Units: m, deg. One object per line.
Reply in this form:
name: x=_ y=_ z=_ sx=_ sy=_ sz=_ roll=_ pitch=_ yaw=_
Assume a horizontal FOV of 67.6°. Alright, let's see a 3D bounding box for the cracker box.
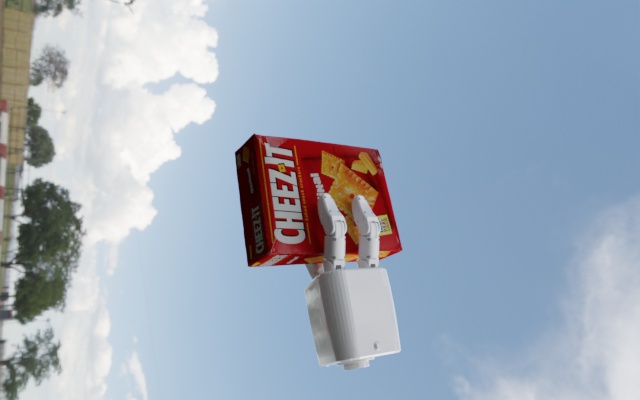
cracker box: x=0.000 y=0.002 z=0.662 sx=0.214 sy=0.164 sz=0.072 roll=3 pitch=-22 yaw=-34
